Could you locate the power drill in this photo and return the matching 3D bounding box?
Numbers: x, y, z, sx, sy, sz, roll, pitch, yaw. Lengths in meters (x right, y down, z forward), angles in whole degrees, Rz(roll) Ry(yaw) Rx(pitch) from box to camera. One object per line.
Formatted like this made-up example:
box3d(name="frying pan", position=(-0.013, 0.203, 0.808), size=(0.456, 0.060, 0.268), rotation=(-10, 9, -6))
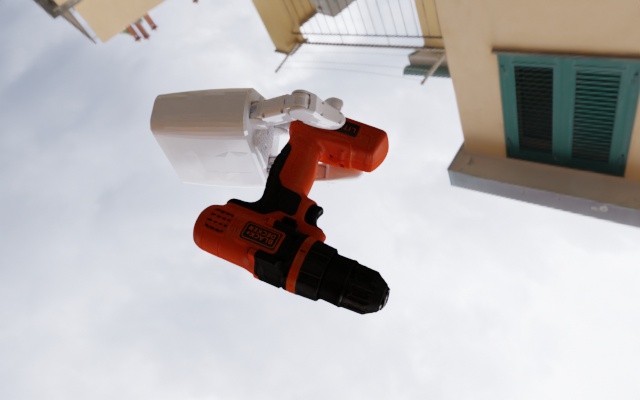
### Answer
box3d(name="power drill", position=(0.000, 0.001, 0.455), size=(0.184, 0.187, 0.057), rotation=(21, -34, 12))
